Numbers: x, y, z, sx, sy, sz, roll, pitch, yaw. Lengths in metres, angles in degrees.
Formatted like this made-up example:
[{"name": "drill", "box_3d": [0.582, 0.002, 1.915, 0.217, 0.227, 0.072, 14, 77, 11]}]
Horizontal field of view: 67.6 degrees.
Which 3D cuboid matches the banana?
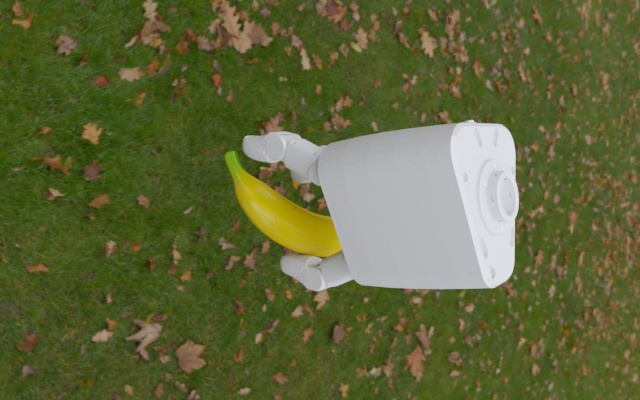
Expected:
[{"name": "banana", "box_3d": [-0.004, 0.018, 0.438, 0.037, 0.069, 0.198, -13, -28, 42]}]
